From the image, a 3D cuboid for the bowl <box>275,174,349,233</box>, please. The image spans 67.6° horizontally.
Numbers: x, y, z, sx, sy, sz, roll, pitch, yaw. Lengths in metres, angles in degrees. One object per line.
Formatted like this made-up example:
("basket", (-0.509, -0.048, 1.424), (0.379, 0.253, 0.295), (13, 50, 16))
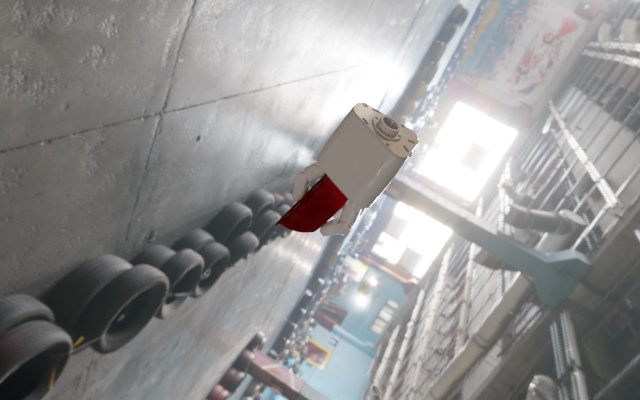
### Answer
("bowl", (0.000, 0.003, 0.797), (0.162, 0.055, 0.162), (-44, 3, 3))
